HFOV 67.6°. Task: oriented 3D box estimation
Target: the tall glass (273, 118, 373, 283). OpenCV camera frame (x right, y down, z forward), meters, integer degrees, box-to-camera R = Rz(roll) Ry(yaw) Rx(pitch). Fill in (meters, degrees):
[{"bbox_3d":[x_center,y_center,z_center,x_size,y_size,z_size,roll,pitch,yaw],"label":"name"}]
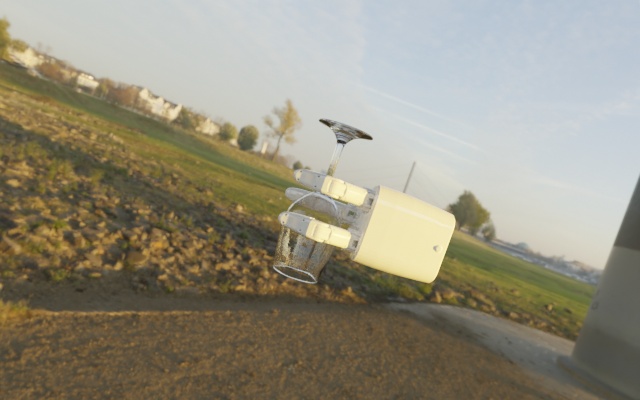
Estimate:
[{"bbox_3d":[0.000,0.001,0.616,0.079,0.201,0.079,20,2,-1],"label":"tall glass"}]
